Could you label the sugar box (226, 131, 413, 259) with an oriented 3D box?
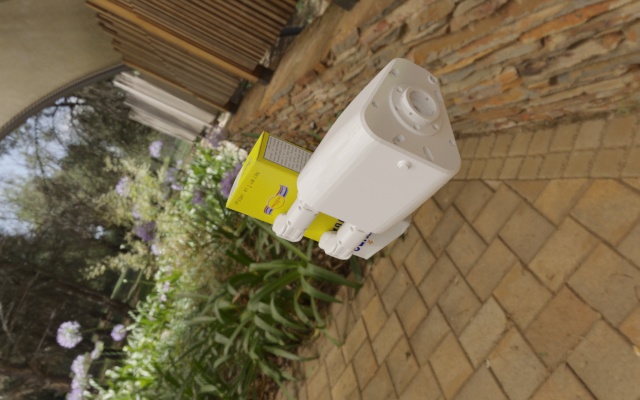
[{"bbox_3d":[0.000,0.002,0.504,0.176,0.048,0.093,23,-39,-16],"label":"sugar box"}]
